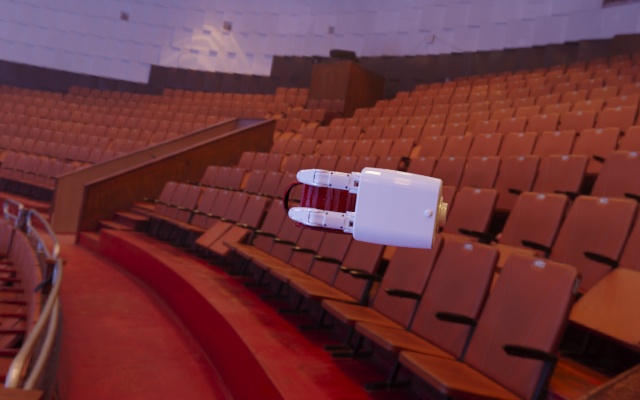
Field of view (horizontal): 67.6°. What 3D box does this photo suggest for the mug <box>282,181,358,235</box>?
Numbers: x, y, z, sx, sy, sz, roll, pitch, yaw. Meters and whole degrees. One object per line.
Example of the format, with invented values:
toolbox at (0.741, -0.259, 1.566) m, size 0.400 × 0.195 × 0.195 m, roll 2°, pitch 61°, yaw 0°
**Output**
mug at (-0.001, 0.002, 0.718) m, size 0.117 × 0.081 × 0.093 m, roll 9°, pitch 0°, yaw 14°
